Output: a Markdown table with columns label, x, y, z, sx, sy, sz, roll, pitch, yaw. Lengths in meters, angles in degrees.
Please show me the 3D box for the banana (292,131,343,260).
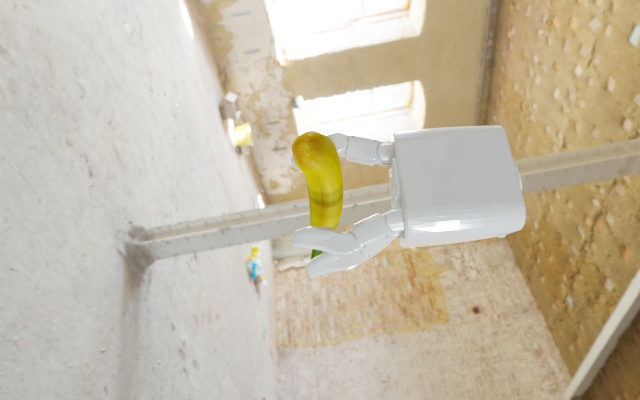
| label | x | y | z | sx | sy | sz | roll | pitch | yaw |
| --- | --- | --- | --- | --- | --- | --- | --- | --- | --- |
| banana | 0.001 | -0.013 | 0.448 | 0.037 | 0.069 | 0.198 | 0 | -32 | 6 |
